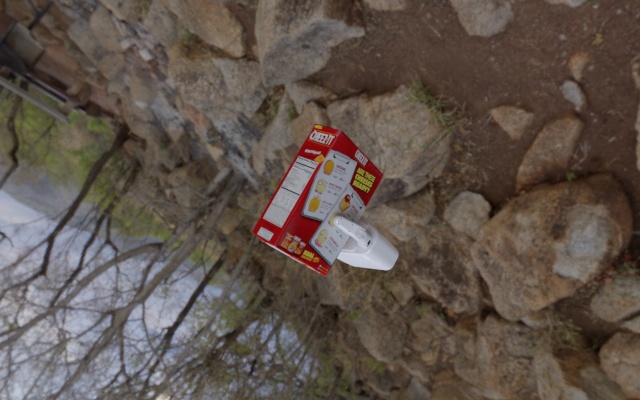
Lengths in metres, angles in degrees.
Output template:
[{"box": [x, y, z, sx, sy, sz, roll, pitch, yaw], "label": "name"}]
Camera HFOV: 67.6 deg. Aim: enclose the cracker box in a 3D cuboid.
[{"box": [0.000, 0.003, 0.819, 0.072, 0.213, 0.164, 23, -10, 40], "label": "cracker box"}]
